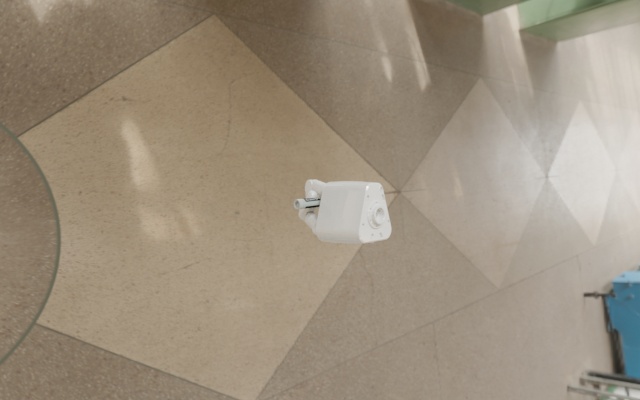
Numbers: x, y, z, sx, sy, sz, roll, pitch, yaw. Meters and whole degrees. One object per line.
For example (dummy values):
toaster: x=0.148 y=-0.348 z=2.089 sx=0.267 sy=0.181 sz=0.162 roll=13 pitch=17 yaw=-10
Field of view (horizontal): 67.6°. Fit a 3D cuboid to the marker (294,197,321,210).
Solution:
marker: x=0.000 y=0.003 z=0.900 sx=0.121 sy=0.020 sz=0.020 roll=-5 pitch=4 yaw=-45
